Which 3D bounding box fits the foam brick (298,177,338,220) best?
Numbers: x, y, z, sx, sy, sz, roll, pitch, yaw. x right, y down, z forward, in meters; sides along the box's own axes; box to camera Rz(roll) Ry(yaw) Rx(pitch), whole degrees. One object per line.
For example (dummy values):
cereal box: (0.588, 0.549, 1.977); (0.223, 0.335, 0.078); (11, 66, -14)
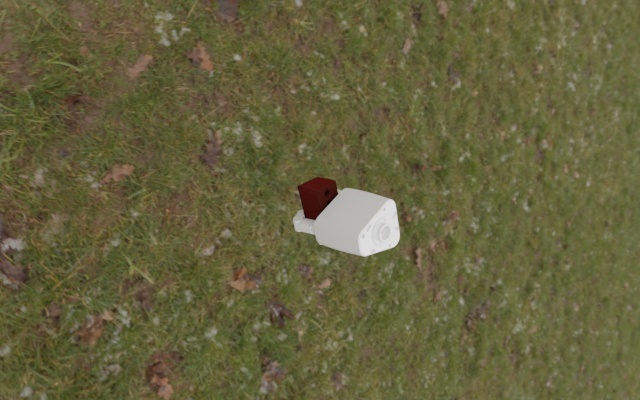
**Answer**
foam brick: (0.000, 0.003, 0.879); (0.053, 0.078, 0.051); (-31, 30, -35)
